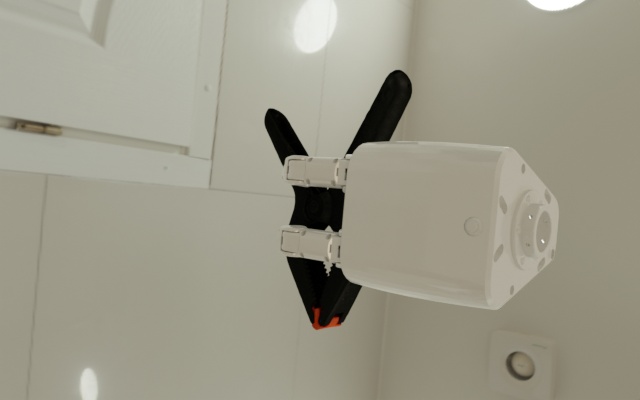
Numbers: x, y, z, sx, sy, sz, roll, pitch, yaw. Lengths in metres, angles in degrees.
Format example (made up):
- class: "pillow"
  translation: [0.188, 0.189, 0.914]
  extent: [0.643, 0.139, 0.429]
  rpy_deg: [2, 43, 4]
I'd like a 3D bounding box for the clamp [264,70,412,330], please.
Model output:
- class: "clamp"
  translation: [0.001, 0.002, 0.415]
  extent: [0.036, 0.210, 0.164]
  rpy_deg: [5, 0, -43]
